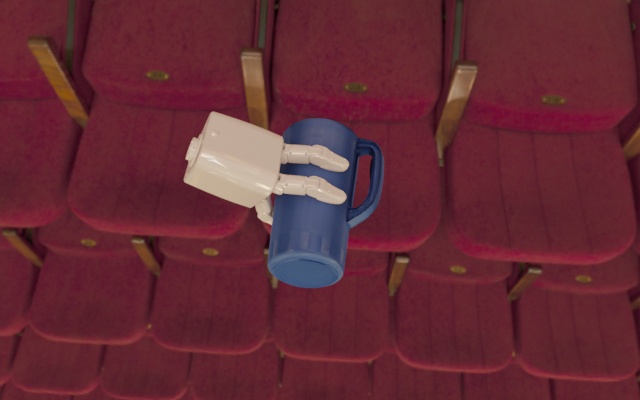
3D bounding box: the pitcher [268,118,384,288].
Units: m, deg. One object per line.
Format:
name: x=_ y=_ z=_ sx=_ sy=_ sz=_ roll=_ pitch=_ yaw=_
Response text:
pitcher: x=0.000 y=0.002 z=0.725 sx=0.145 sy=0.242 sz=0.149 roll=22 pitch=-37 yaw=-22
